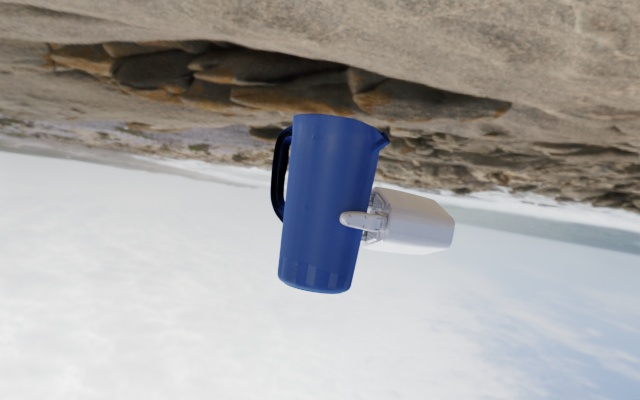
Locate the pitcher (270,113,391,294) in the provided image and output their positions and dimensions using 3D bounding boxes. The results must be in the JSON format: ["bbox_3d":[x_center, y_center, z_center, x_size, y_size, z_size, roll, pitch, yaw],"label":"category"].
[{"bbox_3d":[0.000,0.002,0.691,0.145,0.243,0.149,9,0,-12],"label":"pitcher"}]
